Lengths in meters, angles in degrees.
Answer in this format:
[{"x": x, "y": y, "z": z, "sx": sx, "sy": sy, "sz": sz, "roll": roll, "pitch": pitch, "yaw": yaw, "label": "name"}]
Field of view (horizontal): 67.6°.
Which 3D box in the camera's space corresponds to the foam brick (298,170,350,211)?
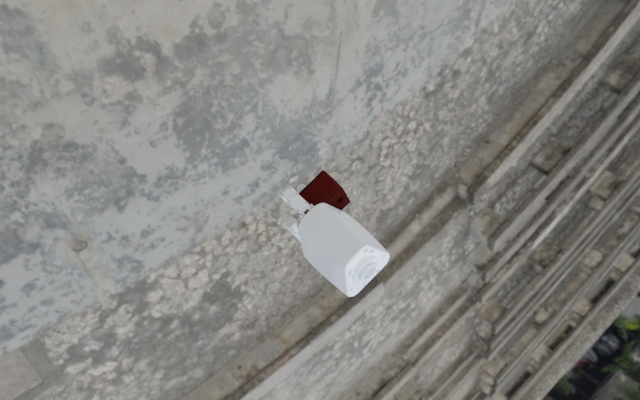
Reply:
[{"x": 0.000, "y": 0.002, "z": 0.770, "sx": 0.051, "sy": 0.078, "sz": 0.053, "roll": 41, "pitch": -8, "yaw": 33, "label": "foam brick"}]
